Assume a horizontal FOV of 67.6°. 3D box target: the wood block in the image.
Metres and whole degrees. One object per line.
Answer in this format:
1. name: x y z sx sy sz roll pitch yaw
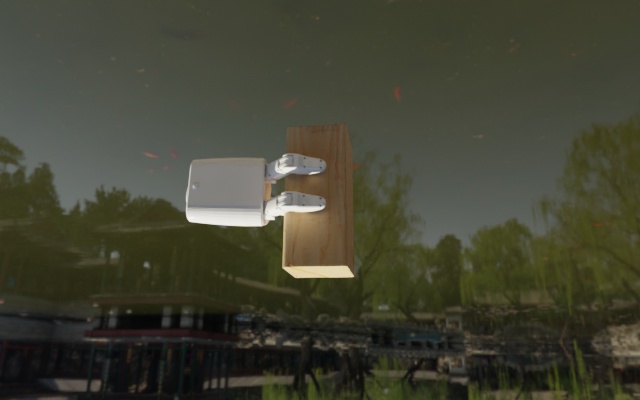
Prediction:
1. wood block: 0.000 0.003 0.695 0.090 0.206 0.091 -2 -18 9
